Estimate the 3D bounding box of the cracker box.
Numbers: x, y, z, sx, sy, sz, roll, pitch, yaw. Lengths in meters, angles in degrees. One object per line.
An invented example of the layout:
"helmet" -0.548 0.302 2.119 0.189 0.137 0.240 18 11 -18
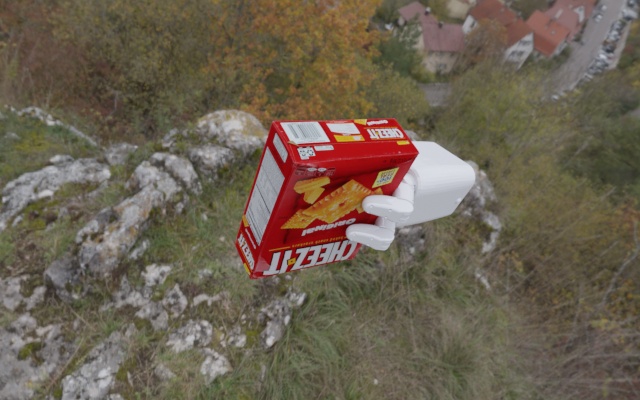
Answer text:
"cracker box" 0.000 0.002 0.589 0.164 0.072 0.214 -7 -39 -29
